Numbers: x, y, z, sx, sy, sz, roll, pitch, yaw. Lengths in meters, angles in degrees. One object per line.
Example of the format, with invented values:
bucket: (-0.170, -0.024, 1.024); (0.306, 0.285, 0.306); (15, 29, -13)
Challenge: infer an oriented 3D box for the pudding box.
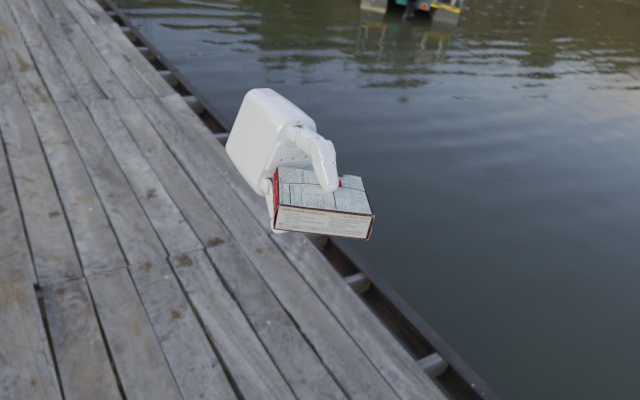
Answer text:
pudding box: (0.000, 0.002, 0.562); (0.113, 0.039, 0.090); (6, 33, -9)
